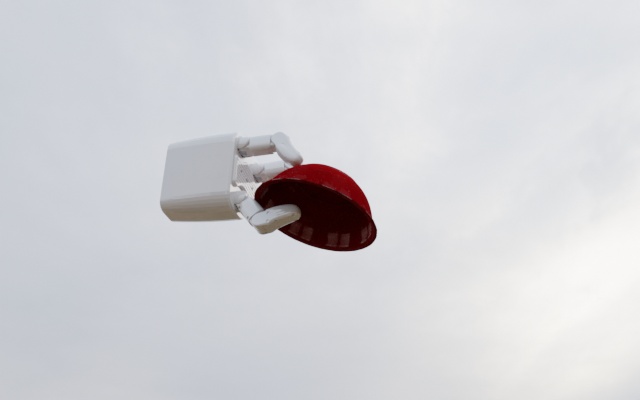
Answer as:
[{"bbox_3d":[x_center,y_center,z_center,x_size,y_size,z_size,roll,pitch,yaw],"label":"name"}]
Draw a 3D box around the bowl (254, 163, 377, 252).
[{"bbox_3d":[0.002,0.002,0.610,0.162,0.055,0.162,16,-30,9],"label":"bowl"}]
